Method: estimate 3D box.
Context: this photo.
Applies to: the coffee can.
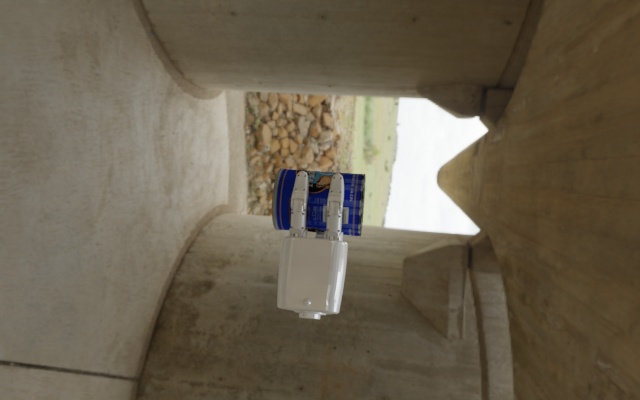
[{"bbox_3d":[0.000,0.002,0.781,0.140,0.103,0.103,4,0,7],"label":"coffee can"}]
